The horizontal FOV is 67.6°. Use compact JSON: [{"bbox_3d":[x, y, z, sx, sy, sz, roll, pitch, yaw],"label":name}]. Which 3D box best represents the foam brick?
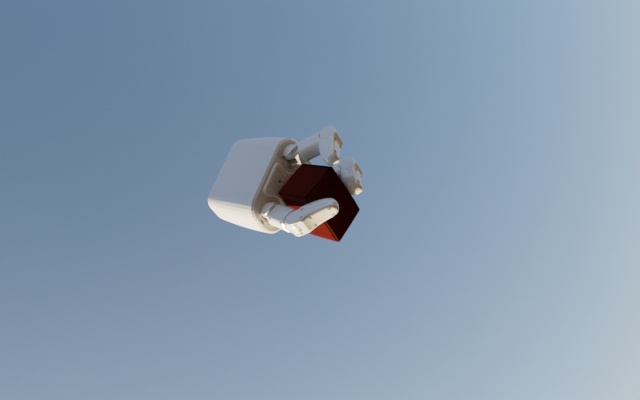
[{"bbox_3d":[0.000,0.002,0.567,0.051,0.053,0.078,9,-37,45],"label":"foam brick"}]
